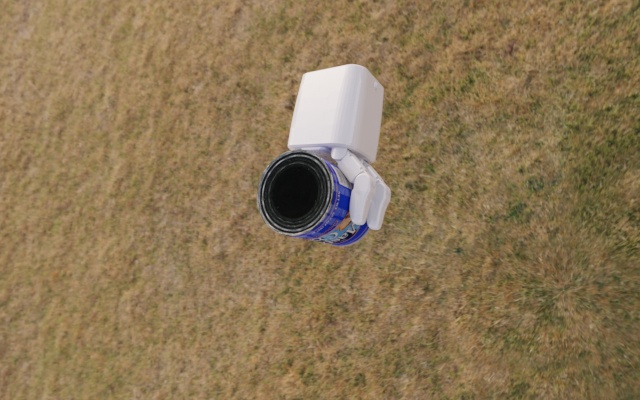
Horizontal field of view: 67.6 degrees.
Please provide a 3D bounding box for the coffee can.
[{"bbox_3d":[0.000,0.002,0.613,0.103,0.103,0.140,0,-10,27],"label":"coffee can"}]
